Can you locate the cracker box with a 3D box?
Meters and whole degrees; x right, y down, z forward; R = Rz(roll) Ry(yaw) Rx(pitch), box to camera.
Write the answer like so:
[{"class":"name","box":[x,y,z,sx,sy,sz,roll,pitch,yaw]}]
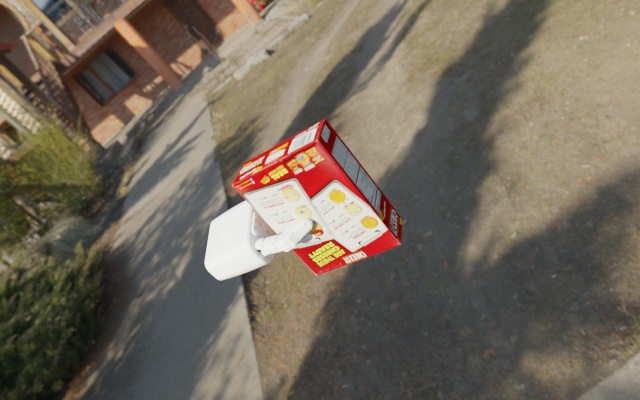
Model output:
[{"class":"cracker box","box":[0.000,0.002,0.726,0.164,0.214,0.072,-25,30,30]}]
